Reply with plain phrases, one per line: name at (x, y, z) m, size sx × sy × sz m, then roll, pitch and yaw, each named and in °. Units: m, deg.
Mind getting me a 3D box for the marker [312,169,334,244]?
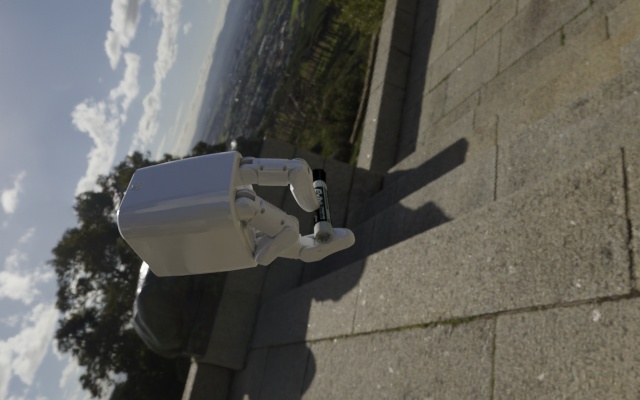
marker at (0.000, 0.002, 0.523) m, size 0.020 × 0.020 × 0.121 m, roll 0°, pitch 36°, yaw -4°
